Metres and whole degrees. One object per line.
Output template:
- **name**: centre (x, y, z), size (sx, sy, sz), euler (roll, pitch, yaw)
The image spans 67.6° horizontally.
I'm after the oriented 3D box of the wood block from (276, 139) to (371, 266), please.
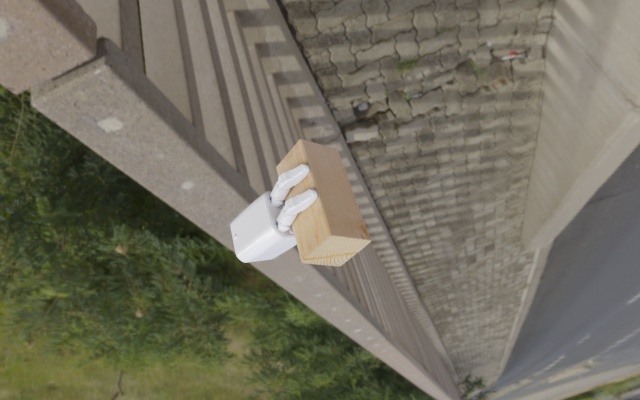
- **wood block**: centre (0.000, 0.003, 0.849), size (0.091, 0.206, 0.090), euler (11, -42, -38)
